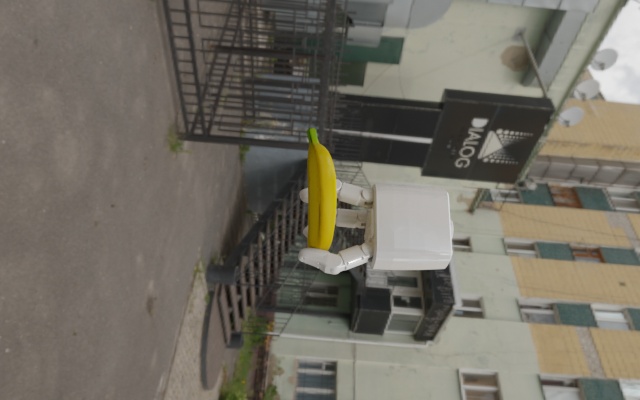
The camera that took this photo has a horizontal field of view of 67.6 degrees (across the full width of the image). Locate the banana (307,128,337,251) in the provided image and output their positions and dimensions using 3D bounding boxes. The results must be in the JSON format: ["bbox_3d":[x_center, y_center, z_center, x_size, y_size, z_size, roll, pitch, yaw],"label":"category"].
[{"bbox_3d":[0.001,0.009,0.628,0.037,0.198,0.069,-1,31,-3],"label":"banana"}]
